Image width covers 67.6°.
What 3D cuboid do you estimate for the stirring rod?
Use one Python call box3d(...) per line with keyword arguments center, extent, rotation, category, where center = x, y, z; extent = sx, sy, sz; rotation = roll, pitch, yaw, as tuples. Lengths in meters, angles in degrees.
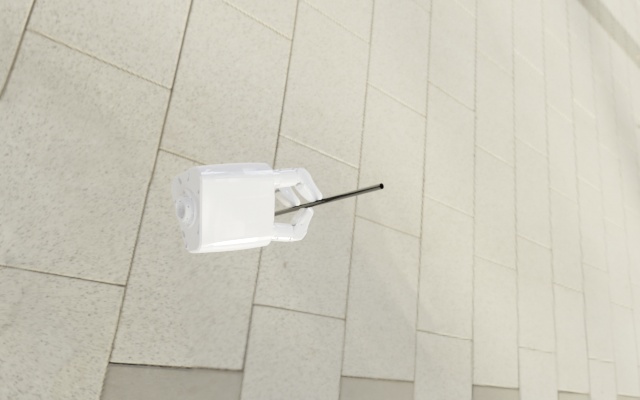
box3d(center=(0.000, 0.002, 0.682), extent=(0.011, 0.011, 0.239), rotation=(0, -10, -40), category="stirring rod")
